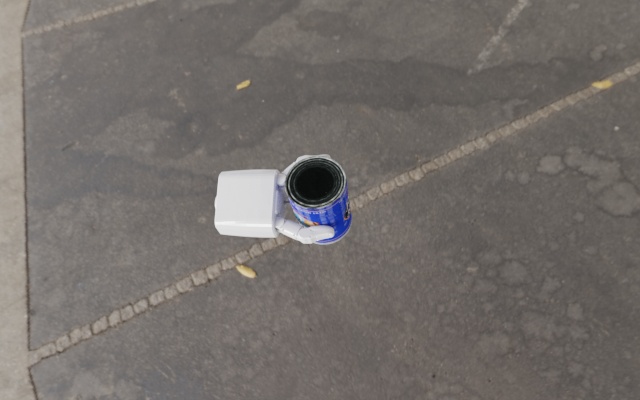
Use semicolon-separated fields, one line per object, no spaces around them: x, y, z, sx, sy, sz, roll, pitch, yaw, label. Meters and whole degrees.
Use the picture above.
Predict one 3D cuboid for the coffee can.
0.000;0.003;0.841;0.103;0.102;0.140;0;-29;8;coffee can
